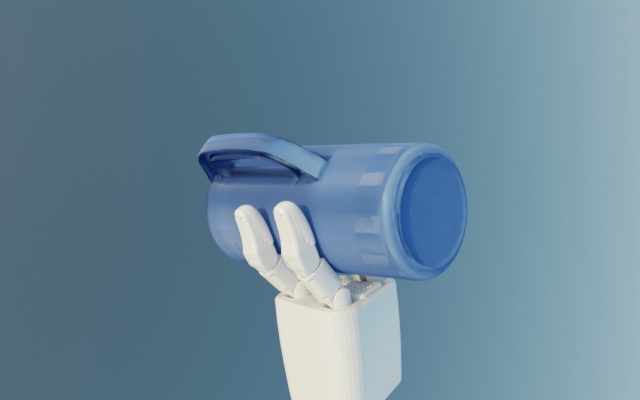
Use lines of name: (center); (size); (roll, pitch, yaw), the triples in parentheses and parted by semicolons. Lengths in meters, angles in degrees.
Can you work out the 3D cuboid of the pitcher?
pitcher: (0.000, 0.002, 0.446); (0.149, 0.145, 0.243); (-12, 9, -41)
